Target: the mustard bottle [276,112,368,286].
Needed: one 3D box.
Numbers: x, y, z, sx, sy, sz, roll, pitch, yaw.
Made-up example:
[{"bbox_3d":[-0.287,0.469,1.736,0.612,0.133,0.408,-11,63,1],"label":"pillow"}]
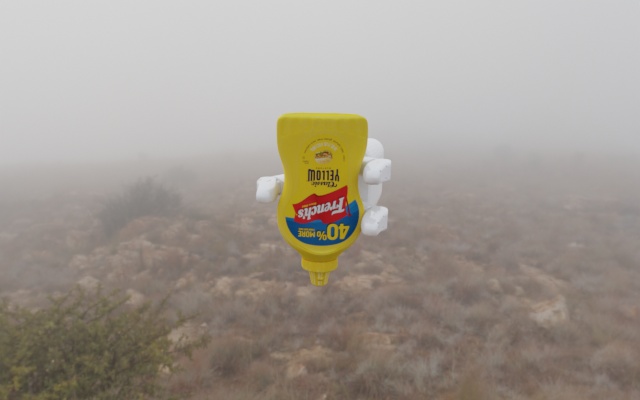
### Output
[{"bbox_3d":[0.000,0.002,0.525,0.096,0.192,0.058,0,14,-6],"label":"mustard bottle"}]
